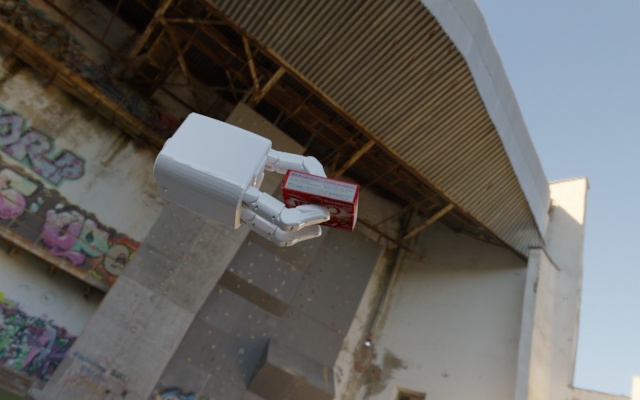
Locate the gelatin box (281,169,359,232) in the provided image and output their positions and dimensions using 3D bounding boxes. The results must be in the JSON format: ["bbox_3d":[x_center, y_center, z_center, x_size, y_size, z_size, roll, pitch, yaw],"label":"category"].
[{"bbox_3d":[0.001,0.002,0.575,0.089,0.030,0.073,12,-28,8],"label":"gelatin box"}]
